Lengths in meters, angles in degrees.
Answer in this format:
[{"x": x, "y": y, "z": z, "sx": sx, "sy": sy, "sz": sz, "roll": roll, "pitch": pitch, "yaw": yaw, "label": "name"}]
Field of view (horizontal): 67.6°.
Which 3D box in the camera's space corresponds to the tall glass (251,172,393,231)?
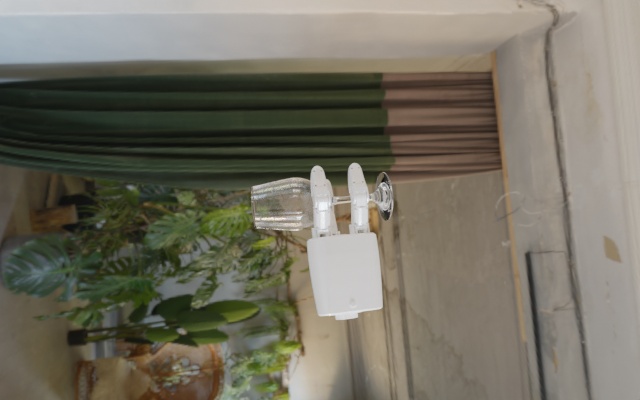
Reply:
[{"x": 0.001, "y": 0.002, "z": 0.705, "sx": 0.201, "sy": 0.079, "sz": 0.079, "roll": -5, "pitch": 1, "yaw": -11, "label": "tall glass"}]
